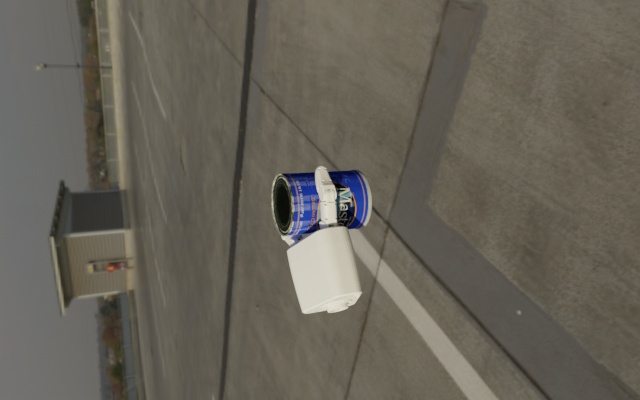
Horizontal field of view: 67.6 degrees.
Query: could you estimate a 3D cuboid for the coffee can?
[{"bbox_3d":[0.000,0.002,0.796,0.140,0.103,0.103,-4,2,-24],"label":"coffee can"}]
